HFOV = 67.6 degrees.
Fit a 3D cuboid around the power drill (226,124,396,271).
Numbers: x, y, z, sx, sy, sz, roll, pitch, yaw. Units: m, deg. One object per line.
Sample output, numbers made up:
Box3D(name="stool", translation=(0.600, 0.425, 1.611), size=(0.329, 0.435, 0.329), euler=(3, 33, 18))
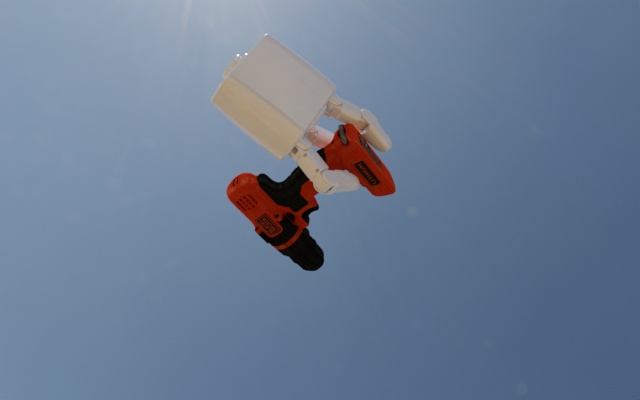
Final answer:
Box3D(name="power drill", translation=(0.000, 0.002, 0.626), size=(0.188, 0.184, 0.057), euler=(-32, 33, 16))
